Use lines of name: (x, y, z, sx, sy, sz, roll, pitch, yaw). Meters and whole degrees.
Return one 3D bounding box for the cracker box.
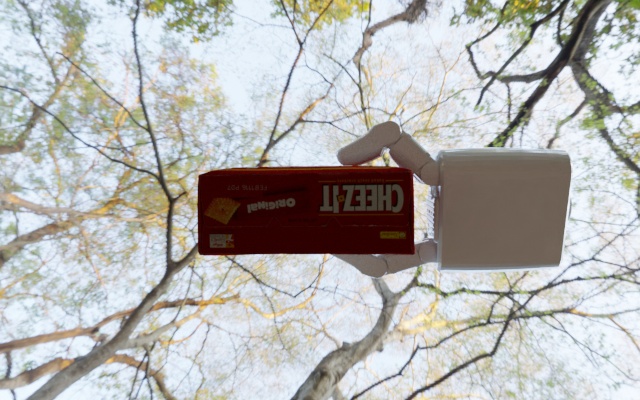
cracker box: (0.000, 0.002, 0.453, 0.164, 0.072, 0.213, -1, 3, 7)
